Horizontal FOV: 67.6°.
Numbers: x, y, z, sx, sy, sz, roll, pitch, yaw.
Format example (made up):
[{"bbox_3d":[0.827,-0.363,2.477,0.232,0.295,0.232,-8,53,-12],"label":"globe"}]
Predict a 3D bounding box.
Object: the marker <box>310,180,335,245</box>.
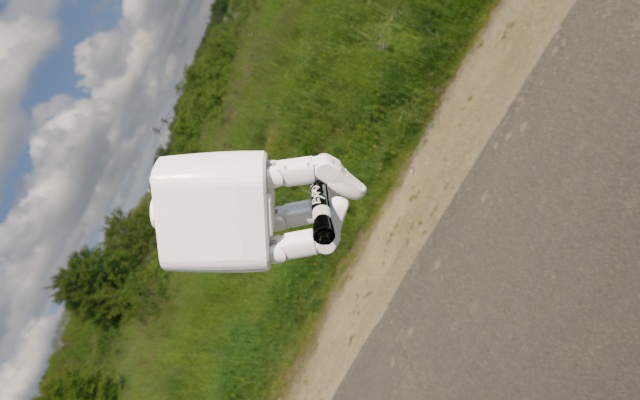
[{"bbox_3d":[0.000,0.001,0.440,0.020,0.020,0.121,0,31,-4],"label":"marker"}]
